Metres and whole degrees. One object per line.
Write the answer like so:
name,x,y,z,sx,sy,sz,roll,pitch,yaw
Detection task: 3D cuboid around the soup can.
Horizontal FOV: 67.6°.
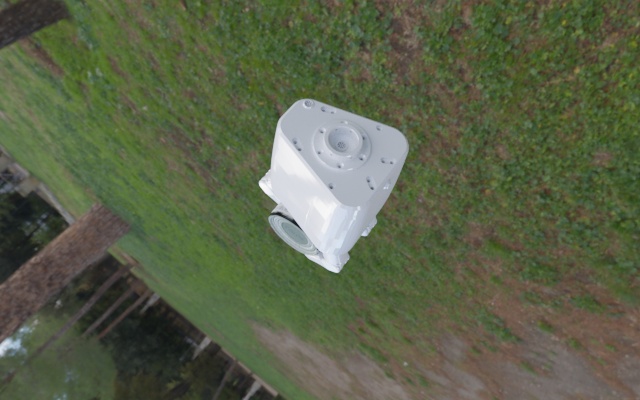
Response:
soup can,0.000,0.002,0.524,0.068,0.102,0.068,32,-25,17
